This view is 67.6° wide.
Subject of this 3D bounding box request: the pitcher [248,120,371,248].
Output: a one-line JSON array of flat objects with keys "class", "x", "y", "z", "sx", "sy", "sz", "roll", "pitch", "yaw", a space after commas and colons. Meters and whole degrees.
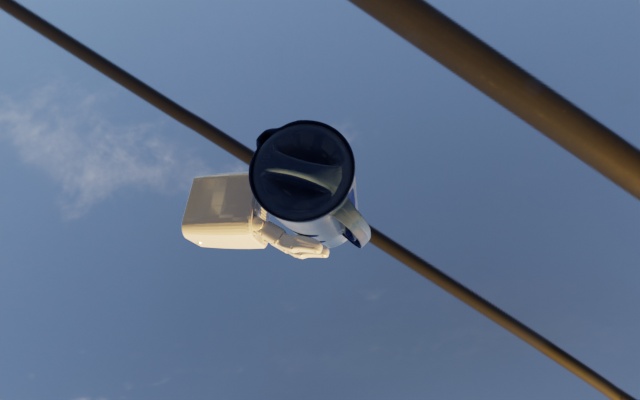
[{"class": "pitcher", "x": 0.000, "y": 0.002, "z": 0.686, "sx": 0.145, "sy": 0.149, "sz": 0.243, "roll": -3, "pitch": -17, "yaw": 8}]
